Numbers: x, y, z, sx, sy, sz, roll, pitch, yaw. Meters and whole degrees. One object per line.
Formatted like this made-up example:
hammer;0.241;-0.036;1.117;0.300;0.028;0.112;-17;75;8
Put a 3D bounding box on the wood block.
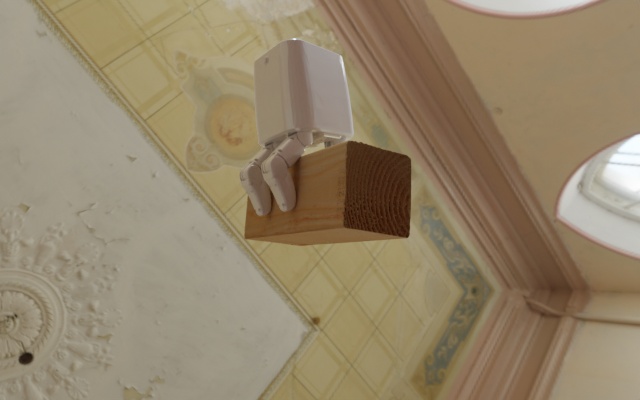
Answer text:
wood block;0.000;0.001;0.560;0.091;0.090;0.206;10;-12;-34
